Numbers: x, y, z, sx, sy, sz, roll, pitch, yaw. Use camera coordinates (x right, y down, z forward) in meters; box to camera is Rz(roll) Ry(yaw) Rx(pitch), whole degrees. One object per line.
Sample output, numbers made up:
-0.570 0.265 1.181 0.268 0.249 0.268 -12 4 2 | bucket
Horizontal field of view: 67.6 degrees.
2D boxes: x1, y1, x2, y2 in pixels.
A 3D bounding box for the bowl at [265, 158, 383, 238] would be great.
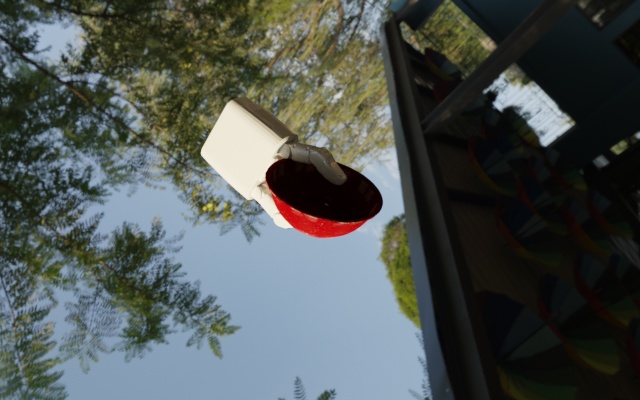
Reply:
0.001 0.003 0.647 0.162 0.055 0.162 12 31 -7 | bowl
